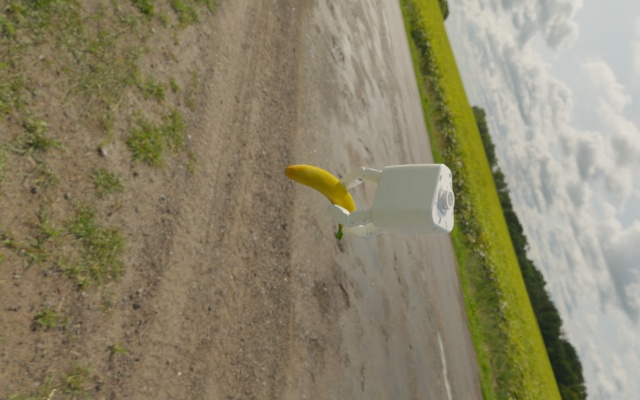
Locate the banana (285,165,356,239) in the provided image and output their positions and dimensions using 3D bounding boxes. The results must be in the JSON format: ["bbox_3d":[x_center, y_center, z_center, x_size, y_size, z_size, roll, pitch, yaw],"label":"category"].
[{"bbox_3d":[0.013,-0.009,0.851,0.037,0.069,0.198,20,-25,50],"label":"banana"}]
